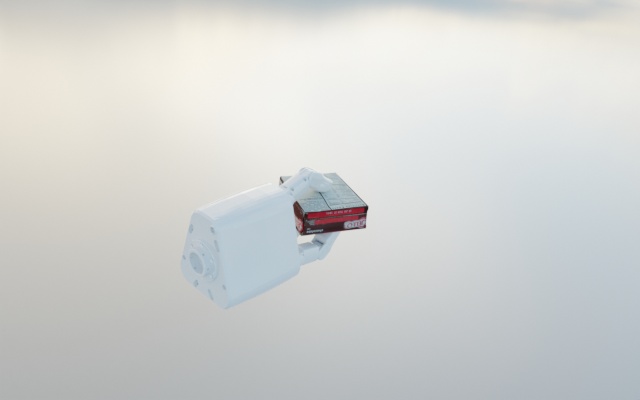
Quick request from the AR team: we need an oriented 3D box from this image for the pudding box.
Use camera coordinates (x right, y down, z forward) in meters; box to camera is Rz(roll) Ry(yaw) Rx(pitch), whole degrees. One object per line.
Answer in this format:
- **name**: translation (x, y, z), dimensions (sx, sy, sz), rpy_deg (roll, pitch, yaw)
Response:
- **pudding box**: translation (0.000, 0.002, 0.637), dimensions (0.090, 0.039, 0.113), rpy_deg (-4, 30, -21)
